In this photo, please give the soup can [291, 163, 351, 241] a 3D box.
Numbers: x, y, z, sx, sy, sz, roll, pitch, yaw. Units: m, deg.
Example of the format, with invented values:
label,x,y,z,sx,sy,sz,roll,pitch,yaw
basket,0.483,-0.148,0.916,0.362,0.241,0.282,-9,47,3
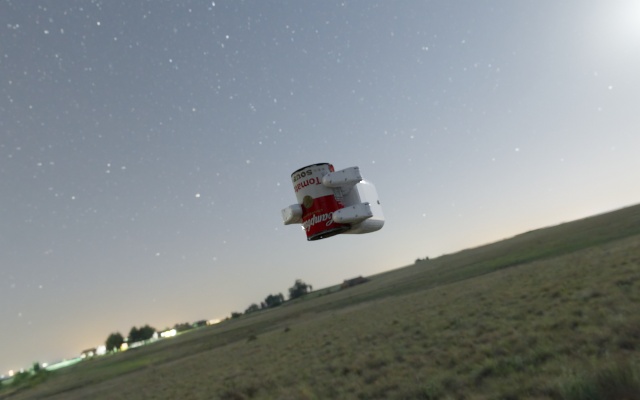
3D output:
label,x,y,z,sx,sy,sz,roll,pitch,yaw
soup can,0.000,0.002,0.711,0.068,0.102,0.068,-15,-11,-3
